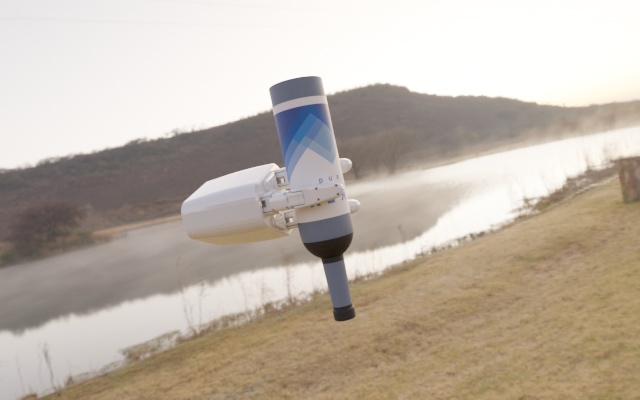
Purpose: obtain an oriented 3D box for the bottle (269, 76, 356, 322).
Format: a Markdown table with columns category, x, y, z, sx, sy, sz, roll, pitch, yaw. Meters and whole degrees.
| category | x | y | z | sx | sy | sz | roll | pitch | yaw |
| --- | --- | --- | --- | --- | --- | --- | --- | --- | --- |
| bottle | 0.000 | 0.002 | 0.586 | 0.069 | 0.296 | 0.069 | -12 | 3 | 1 |
